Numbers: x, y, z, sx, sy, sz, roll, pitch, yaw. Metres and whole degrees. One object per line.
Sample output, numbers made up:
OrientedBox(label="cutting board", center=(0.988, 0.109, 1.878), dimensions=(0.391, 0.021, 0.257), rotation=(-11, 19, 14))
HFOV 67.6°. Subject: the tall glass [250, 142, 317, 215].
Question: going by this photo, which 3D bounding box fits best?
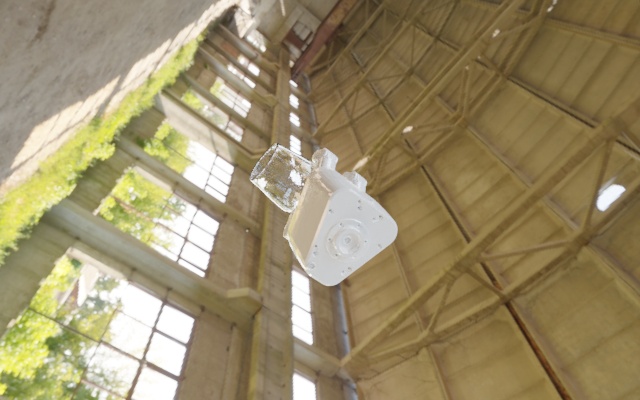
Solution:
OrientedBox(label="tall glass", center=(0.001, 0.003, 0.668), dimensions=(0.201, 0.079, 0.079), rotation=(36, -13, -19))
